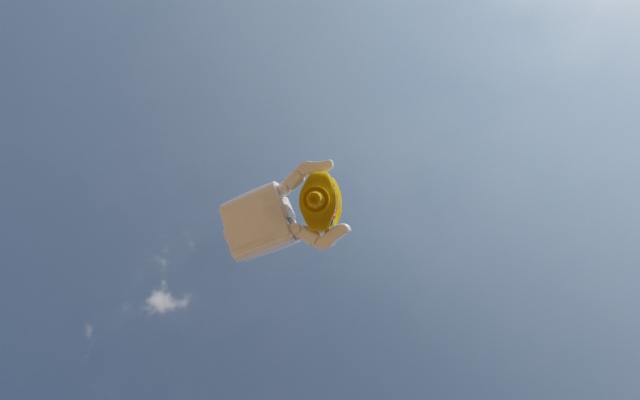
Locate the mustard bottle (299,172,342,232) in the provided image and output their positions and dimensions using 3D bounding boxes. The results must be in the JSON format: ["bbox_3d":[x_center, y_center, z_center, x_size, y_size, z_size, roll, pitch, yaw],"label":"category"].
[{"bbox_3d":[0.000,0.003,0.782,0.058,0.096,0.191,3,-3,7],"label":"mustard bottle"}]
